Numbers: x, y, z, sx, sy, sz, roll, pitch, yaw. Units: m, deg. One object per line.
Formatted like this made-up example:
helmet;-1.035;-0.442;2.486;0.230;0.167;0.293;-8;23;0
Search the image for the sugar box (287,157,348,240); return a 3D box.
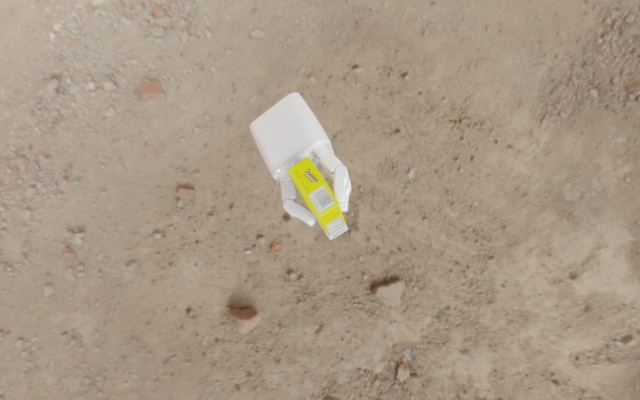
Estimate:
sugar box;0.001;0.002;0.793;0.048;0.093;0.176;-32;-17;1
